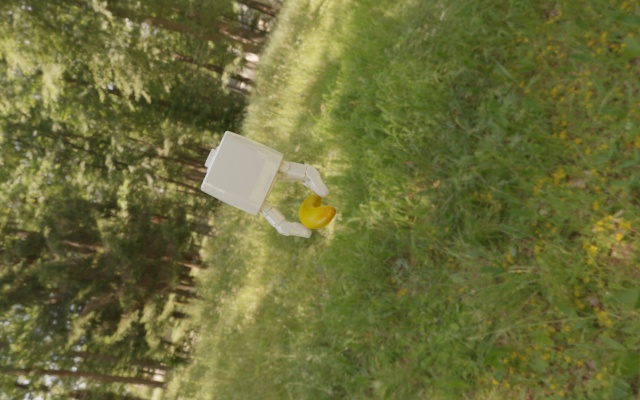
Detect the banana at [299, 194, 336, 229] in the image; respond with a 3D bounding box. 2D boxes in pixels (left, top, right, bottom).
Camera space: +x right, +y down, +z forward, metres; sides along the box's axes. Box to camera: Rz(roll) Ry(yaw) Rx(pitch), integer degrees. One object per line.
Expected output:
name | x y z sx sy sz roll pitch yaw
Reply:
banana | -0.010 0.018 0.848 0.037 0.069 0.197 30 9 -11
